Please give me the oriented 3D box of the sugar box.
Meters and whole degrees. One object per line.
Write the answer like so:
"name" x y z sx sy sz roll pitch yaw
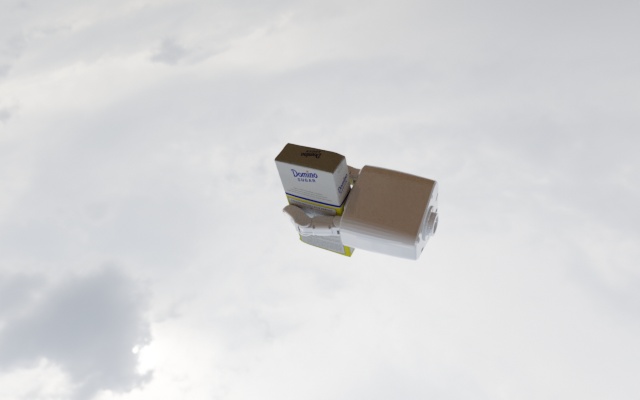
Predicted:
"sugar box" 0.001 0.002 0.688 0.093 0.176 0.048 15 49 25
